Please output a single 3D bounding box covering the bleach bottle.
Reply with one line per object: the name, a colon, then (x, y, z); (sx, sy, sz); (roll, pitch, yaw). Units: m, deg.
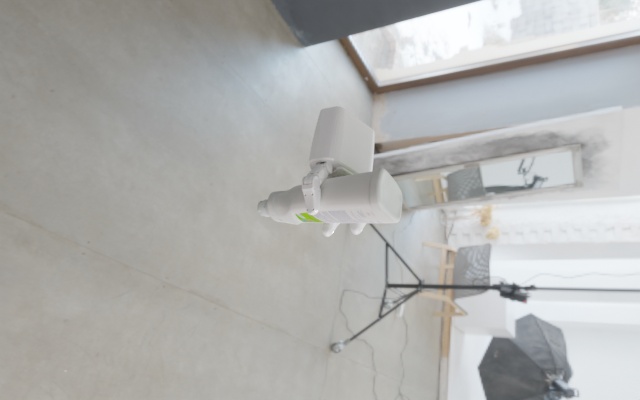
bleach bottle: (0.000, 0.003, 0.786); (0.251, 0.068, 0.103); (-4, -25, 30)
